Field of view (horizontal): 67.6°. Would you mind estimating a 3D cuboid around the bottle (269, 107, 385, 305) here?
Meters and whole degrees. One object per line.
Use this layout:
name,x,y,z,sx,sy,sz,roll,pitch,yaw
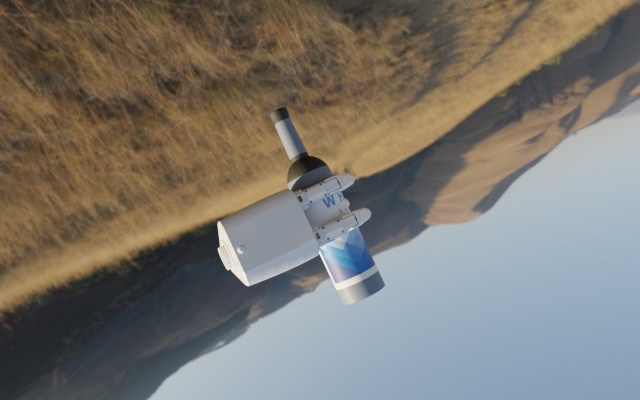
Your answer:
bottle,0.000,0.002,0.692,0.069,0.295,0.069,-25,-3,-1
